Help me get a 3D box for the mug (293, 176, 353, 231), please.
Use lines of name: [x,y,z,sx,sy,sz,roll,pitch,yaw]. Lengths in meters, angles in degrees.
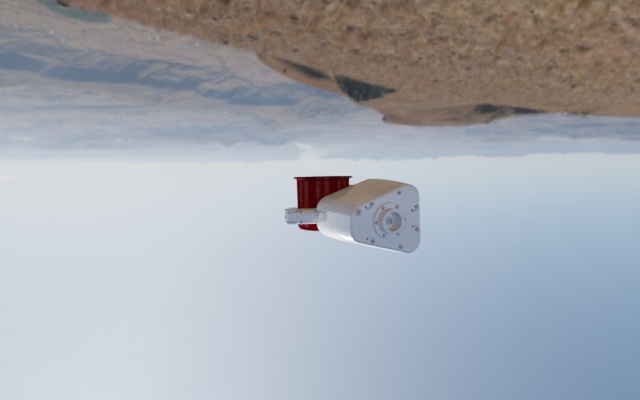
mug: [0.000,0.003,0.757,0.093,0.081,0.117,-3,5,-21]
